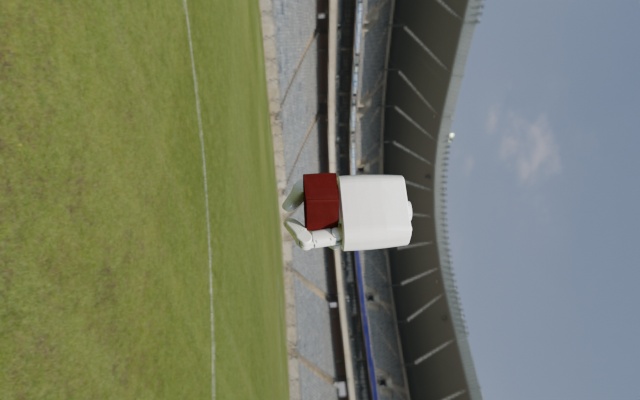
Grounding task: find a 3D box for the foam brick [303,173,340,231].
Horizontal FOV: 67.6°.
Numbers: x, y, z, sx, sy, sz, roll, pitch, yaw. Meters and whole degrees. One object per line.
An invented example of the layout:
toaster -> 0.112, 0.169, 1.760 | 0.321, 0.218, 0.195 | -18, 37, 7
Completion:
foam brick -> 0.000, 0.002, 0.721 | 0.051, 0.053, 0.078 | -3, -38, -3
